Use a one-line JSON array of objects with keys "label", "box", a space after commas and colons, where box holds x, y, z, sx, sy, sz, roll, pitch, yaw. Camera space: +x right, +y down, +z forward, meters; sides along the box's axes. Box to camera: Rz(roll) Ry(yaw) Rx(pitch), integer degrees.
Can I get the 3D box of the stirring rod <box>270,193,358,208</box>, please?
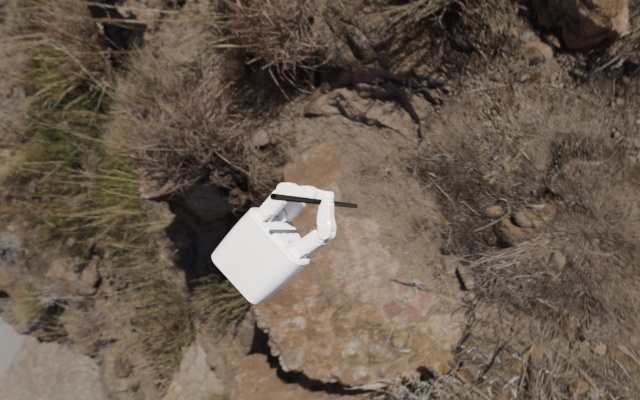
[{"label": "stirring rod", "box": [0.000, 0.002, 0.686, 0.011, 0.011, 0.239, 0, -3, 29]}]
